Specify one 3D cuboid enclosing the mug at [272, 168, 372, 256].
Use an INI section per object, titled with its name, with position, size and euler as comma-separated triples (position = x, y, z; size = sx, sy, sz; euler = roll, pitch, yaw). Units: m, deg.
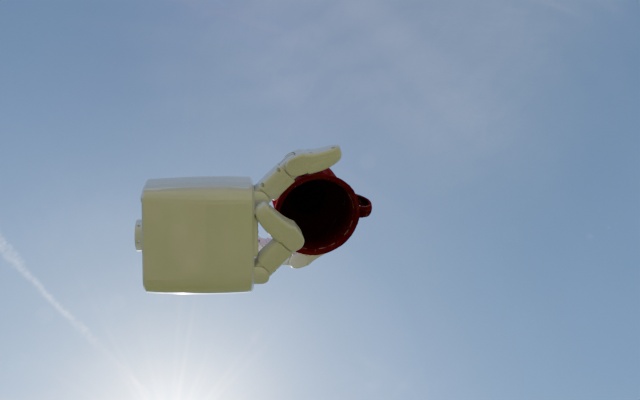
[mug]
position = 0.001, 0.002, 0.539
size = 0.117, 0.093, 0.081
euler = 0, 22, -13
